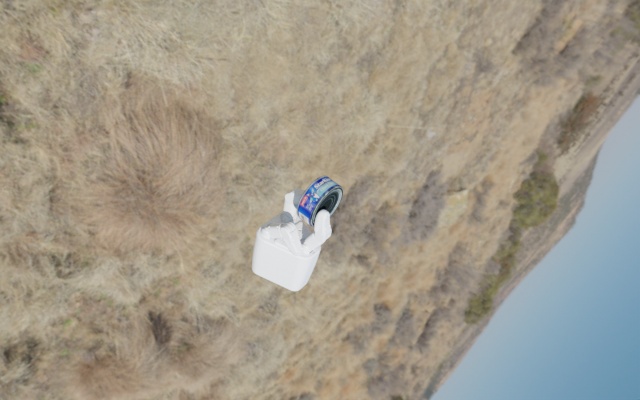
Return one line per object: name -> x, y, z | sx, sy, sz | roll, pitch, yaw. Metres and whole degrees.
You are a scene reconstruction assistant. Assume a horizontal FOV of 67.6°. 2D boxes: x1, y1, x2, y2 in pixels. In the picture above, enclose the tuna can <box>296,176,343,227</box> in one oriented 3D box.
tuna can -> 0.001, 0.003, 0.812 | 0.033, 0.086, 0.086 | 36, 16, 23
